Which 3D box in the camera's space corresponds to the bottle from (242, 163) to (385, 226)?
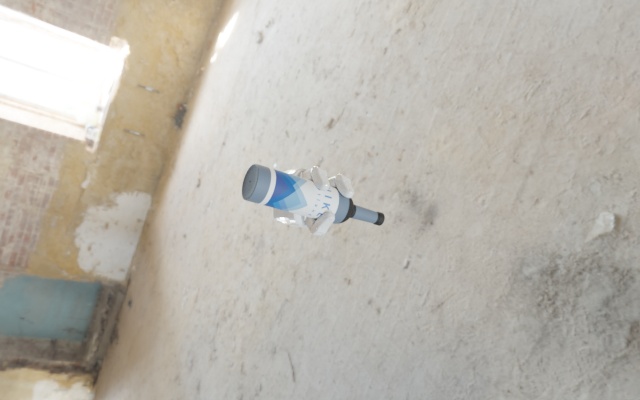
[{"bbox_3d":[0.000,0.003,0.898,0.296,0.069,0.069,16,-8,-30],"label":"bottle"}]
